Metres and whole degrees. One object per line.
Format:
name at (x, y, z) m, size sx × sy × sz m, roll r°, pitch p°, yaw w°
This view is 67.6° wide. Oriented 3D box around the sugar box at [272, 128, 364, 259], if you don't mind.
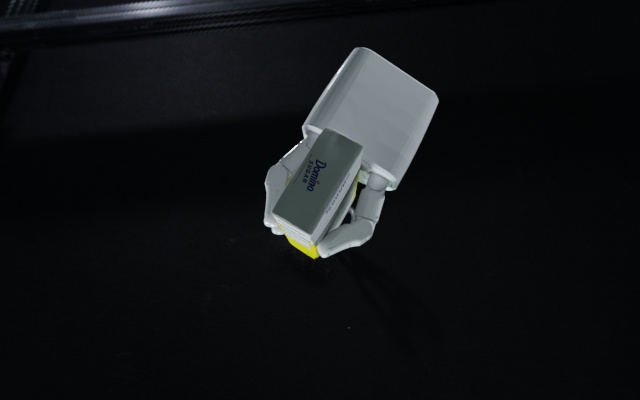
sugar box at (0.000, 0.001, 0.484) m, size 0.048 × 0.093 × 0.176 m, roll 29°, pitch -11°, yaw 10°
